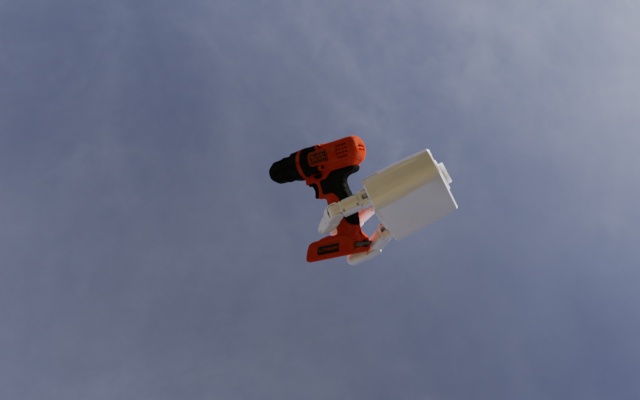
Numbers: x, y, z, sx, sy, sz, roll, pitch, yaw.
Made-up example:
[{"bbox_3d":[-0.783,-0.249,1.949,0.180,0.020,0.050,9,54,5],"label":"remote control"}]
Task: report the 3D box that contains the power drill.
[{"bbox_3d":[0.000,0.003,0.776,0.184,0.187,0.057,-15,-6,35],"label":"power drill"}]
